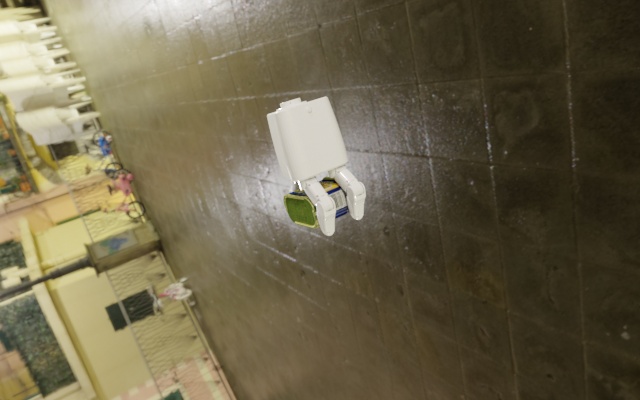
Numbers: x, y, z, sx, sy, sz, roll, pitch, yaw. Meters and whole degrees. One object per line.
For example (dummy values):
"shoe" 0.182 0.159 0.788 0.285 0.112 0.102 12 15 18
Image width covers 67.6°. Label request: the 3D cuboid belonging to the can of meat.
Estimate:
"can of meat" 0.000 0.003 0.766 0.084 0.057 0.102 -23 15 -27
